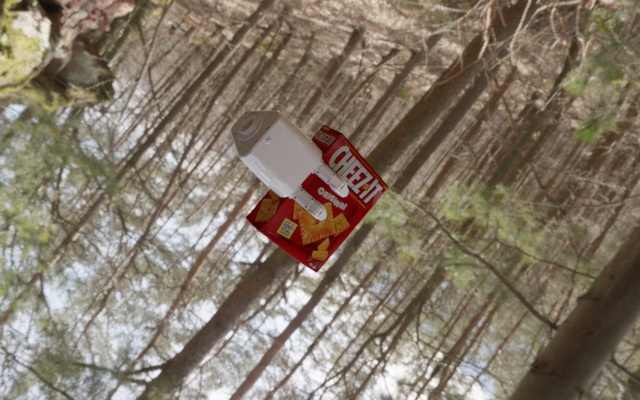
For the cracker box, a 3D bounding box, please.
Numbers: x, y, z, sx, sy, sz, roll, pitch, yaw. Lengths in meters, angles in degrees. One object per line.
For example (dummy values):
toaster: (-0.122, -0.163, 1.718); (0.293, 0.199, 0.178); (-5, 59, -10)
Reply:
cracker box: (0.000, 0.003, 0.849); (0.164, 0.213, 0.072); (43, -4, -39)
